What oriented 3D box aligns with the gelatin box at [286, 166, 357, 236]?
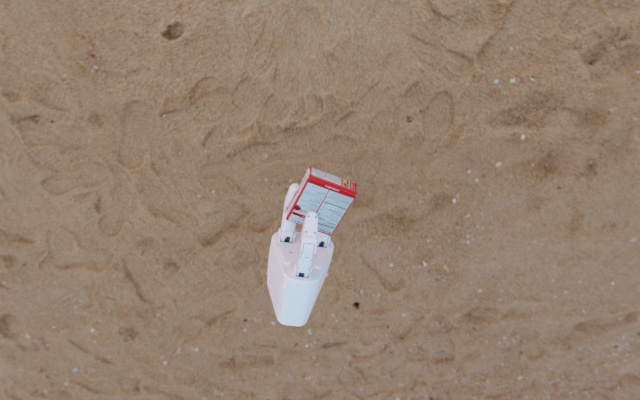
[{"bbox_3d":[0.000,0.002,0.676,0.073,0.089,0.030,20,38,-13],"label":"gelatin box"}]
